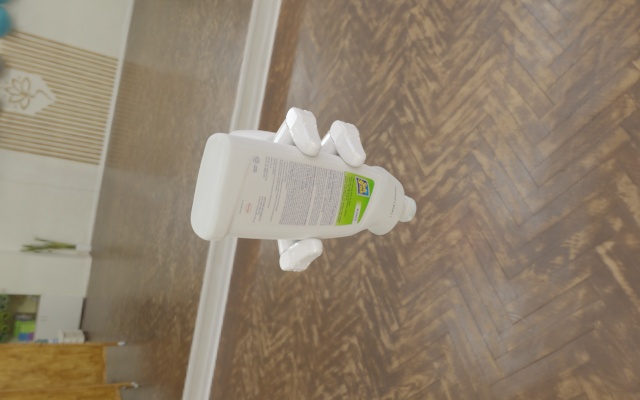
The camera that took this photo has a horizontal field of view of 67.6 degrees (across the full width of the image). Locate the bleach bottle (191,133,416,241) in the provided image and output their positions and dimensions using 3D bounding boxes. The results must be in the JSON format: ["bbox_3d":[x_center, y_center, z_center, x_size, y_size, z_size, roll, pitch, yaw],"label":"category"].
[{"bbox_3d":[0.000,0.002,0.504,0.251,0.102,0.068,10,6,-34],"label":"bleach bottle"}]
